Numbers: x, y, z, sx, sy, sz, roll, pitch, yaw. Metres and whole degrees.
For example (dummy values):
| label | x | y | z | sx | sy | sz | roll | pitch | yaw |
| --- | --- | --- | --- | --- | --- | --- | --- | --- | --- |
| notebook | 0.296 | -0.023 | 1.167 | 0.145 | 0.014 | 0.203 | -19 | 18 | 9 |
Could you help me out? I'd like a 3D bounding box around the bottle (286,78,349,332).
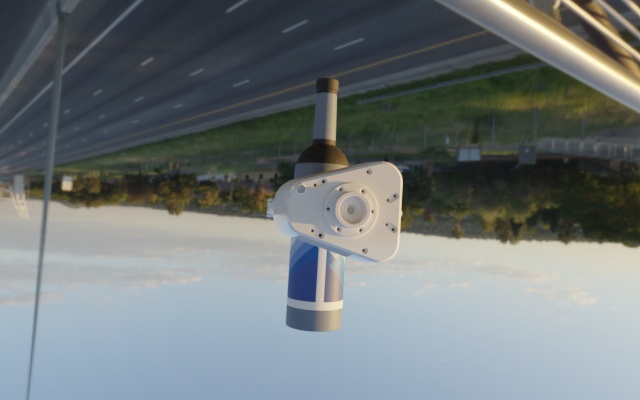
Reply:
| label | x | y | z | sx | sy | sz | roll | pitch | yaw |
| --- | --- | --- | --- | --- | --- | --- | --- | --- | --- |
| bottle | 0.000 | 0.002 | 0.573 | 0.069 | 0.295 | 0.069 | 3 | -2 | 0 |
